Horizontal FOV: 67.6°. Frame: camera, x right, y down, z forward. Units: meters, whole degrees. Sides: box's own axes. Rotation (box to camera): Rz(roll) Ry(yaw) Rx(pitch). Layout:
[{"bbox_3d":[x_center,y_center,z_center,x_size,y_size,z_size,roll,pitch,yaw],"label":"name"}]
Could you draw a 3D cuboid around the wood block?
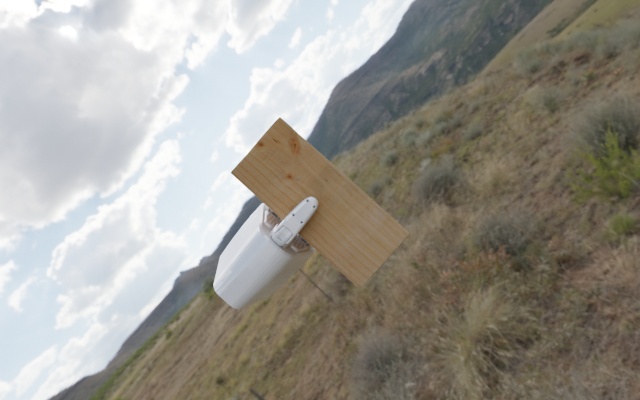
[{"bbox_3d":[0.000,0.002,0.601,0.206,0.090,0.091,42,2,-1],"label":"wood block"}]
